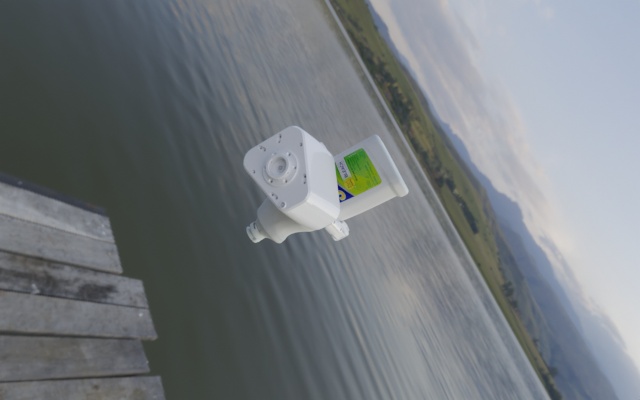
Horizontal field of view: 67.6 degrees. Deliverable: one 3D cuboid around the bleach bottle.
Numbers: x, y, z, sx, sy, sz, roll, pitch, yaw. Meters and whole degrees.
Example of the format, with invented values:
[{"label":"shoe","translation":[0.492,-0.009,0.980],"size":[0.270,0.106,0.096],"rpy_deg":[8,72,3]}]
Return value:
[{"label":"bleach bottle","translation":[0.000,0.002,0.734],"size":[0.251,0.102,0.068],"rpy_deg":[-29,-22,12]}]
